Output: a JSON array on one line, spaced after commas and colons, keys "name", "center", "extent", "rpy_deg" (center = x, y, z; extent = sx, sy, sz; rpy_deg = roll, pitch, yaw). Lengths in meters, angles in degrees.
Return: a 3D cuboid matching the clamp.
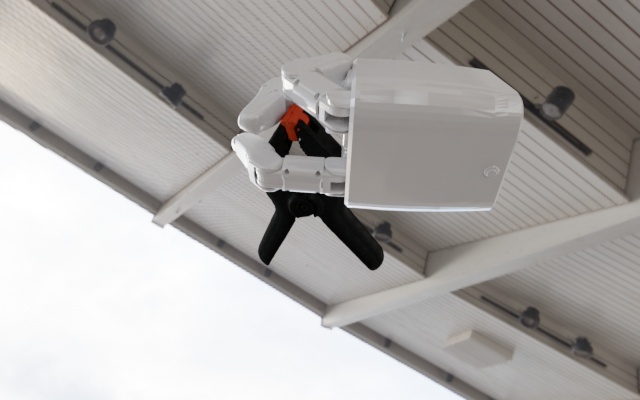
[{"name": "clamp", "center": [0.000, 0.001, 0.411], "extent": [0.120, 0.172, 0.039], "rpy_deg": [4, 43, 3]}]
